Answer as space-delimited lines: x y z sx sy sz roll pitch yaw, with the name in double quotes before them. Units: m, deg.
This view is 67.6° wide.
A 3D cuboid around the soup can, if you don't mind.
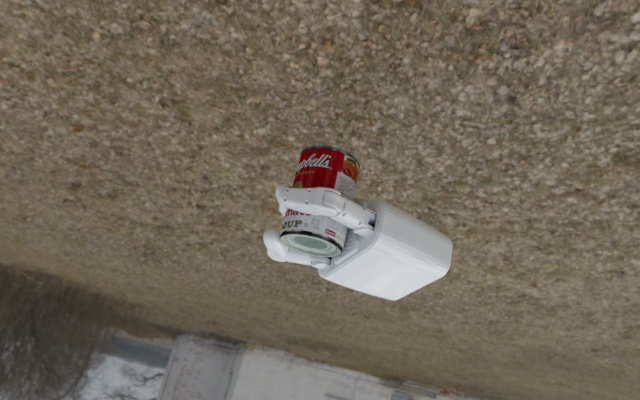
"soup can" 0.000 0.002 0.509 0.068 0.102 0.068 11 -23 5
